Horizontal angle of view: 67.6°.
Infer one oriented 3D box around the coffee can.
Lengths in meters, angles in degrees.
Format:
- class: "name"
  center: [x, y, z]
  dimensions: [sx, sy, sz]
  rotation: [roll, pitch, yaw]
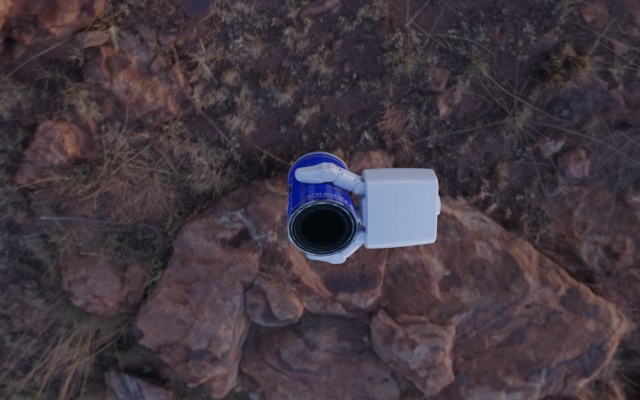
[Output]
- class: "coffee can"
  center: [0.000, 0.002, 0.737]
  dimensions: [0.103, 0.103, 0.140]
  rotation: [0, 34, -3]
